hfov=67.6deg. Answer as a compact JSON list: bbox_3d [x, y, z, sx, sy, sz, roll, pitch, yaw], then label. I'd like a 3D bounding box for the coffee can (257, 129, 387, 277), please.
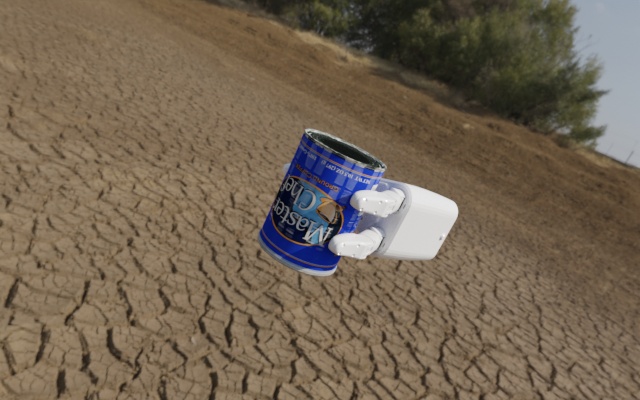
[{"bbox_3d":[0.000,0.002,0.557,0.103,0.140,0.102,24,16,-7],"label":"coffee can"}]
